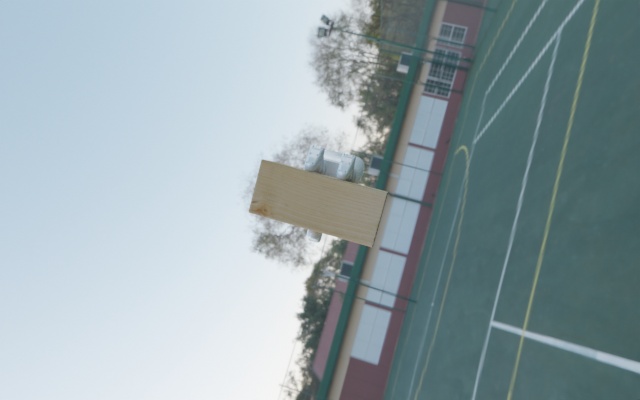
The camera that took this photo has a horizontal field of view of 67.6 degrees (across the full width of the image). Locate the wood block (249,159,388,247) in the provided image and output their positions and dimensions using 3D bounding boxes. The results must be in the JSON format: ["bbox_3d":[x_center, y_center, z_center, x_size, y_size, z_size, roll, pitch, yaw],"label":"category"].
[{"bbox_3d":[0.000,0.003,0.791,0.206,0.091,0.090,15,4,8],"label":"wood block"}]
